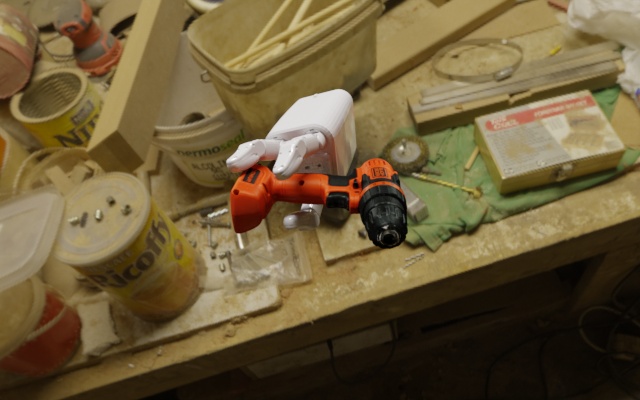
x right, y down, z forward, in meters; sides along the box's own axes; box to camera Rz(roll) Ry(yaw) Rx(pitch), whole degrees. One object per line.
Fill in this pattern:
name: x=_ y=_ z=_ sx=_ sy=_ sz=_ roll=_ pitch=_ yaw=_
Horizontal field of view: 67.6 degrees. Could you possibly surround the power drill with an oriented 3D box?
power drill: x=0.000 y=0.002 z=0.531 sx=0.187 sy=0.057 sz=0.184 roll=1 pitch=21 yaw=2
